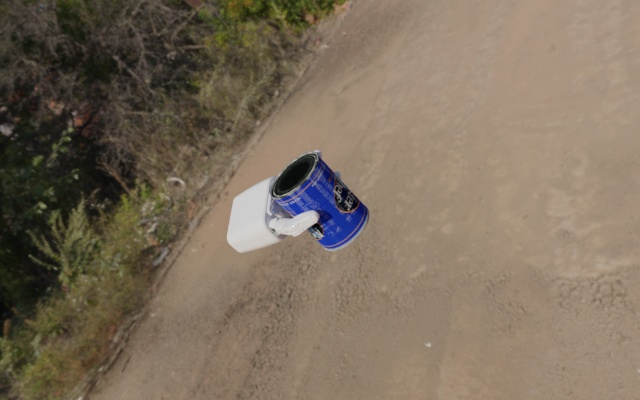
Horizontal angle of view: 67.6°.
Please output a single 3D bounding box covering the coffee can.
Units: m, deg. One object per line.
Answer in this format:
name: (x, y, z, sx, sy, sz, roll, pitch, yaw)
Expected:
coffee can: (0.000, 0.003, 0.796, 0.140, 0.102, 0.103, 46, -24, -26)
